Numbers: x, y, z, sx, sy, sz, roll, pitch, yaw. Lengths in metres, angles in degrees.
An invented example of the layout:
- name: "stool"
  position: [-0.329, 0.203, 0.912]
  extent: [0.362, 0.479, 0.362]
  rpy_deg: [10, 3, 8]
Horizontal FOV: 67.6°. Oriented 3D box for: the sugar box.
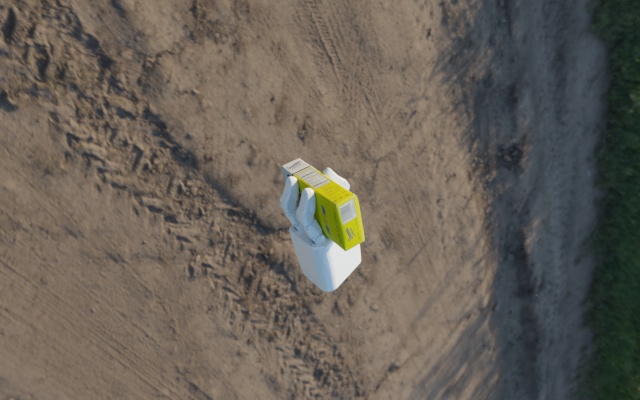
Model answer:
- name: "sugar box"
  position: [0.000, 0.003, 0.798]
  extent: [0.048, 0.093, 0.176]
  rpy_deg: [-28, 36, -24]
